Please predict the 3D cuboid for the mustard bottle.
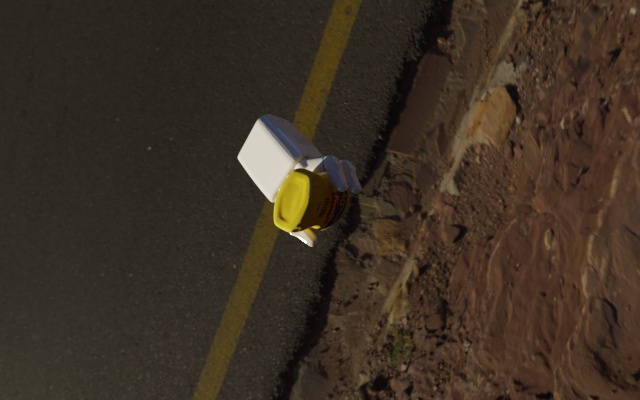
[{"bbox_3d":[0.000,0.003,0.782,0.058,0.096,0.191,24,9,25],"label":"mustard bottle"}]
